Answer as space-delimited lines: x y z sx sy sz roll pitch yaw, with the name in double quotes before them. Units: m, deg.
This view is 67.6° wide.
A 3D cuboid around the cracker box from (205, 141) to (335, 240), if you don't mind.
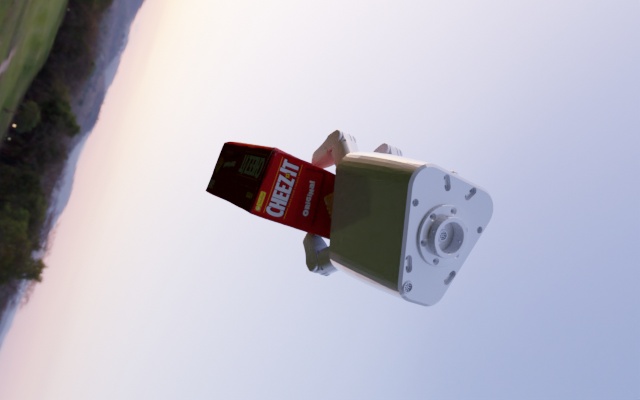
"cracker box" 0.000 0.002 0.536 0.214 0.072 0.164 21 -2 -29
